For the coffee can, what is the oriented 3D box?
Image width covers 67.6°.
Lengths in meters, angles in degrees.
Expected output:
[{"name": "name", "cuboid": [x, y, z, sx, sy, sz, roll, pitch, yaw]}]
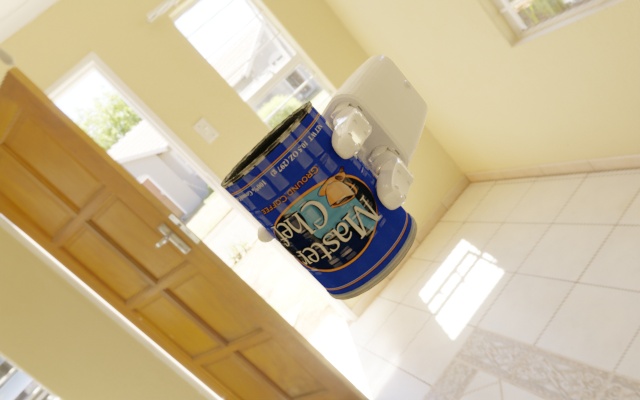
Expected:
[{"name": "coffee can", "cuboid": [0.000, 0.002, 0.414, 0.103, 0.140, 0.102, -40, 15, 13]}]
